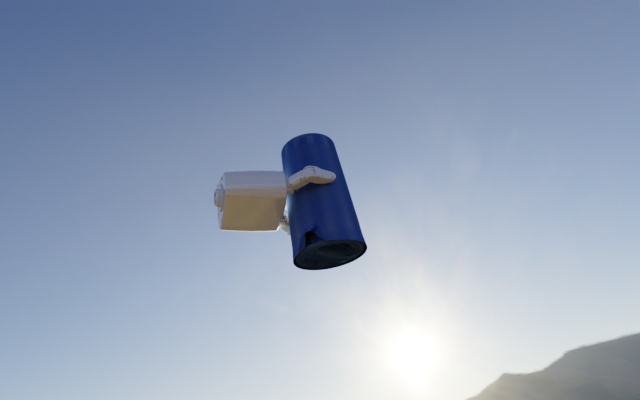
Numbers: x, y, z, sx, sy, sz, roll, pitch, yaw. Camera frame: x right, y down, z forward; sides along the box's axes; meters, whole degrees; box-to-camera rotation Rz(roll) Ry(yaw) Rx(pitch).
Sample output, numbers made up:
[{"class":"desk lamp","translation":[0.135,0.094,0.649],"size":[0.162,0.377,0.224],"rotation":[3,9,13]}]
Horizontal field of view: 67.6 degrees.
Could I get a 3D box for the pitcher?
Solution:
[{"class":"pitcher","translation":[0.000,0.003,0.900],"size":[0.145,0.242,0.149],"rotation":[0,-30,-21]}]
